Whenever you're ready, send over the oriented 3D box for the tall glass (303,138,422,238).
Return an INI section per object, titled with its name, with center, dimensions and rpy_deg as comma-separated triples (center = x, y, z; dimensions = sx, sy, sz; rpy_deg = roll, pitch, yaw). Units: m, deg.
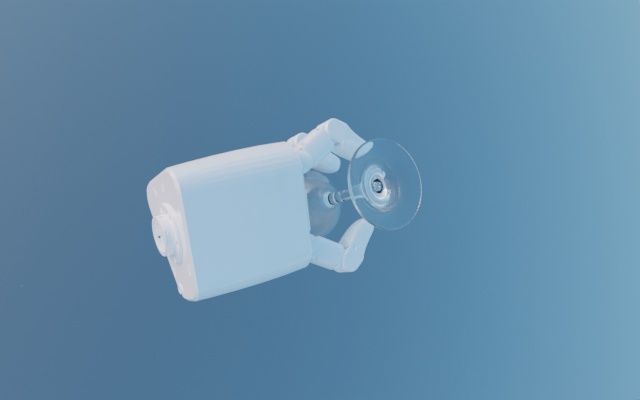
[tall glass]
center = 0.001, 0.001, 0.461
dimensions = 0.079, 0.079, 0.201
rpy_deg = 0, -9, -32
